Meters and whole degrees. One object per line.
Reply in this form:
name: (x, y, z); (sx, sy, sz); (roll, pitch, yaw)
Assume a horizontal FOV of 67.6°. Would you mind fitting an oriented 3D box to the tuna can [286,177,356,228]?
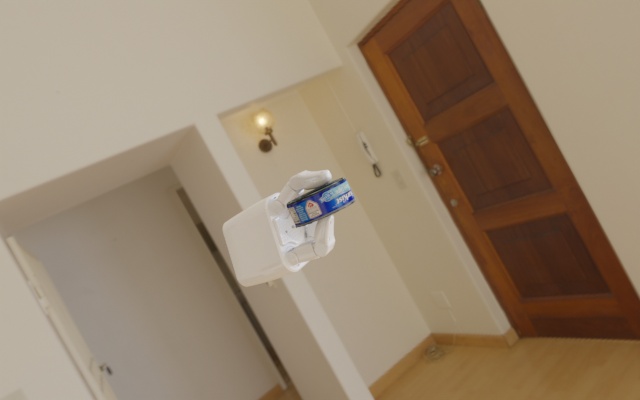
tuna can: (0.000, 0.001, 0.615); (0.086, 0.034, 0.086); (-24, 4, 2)
